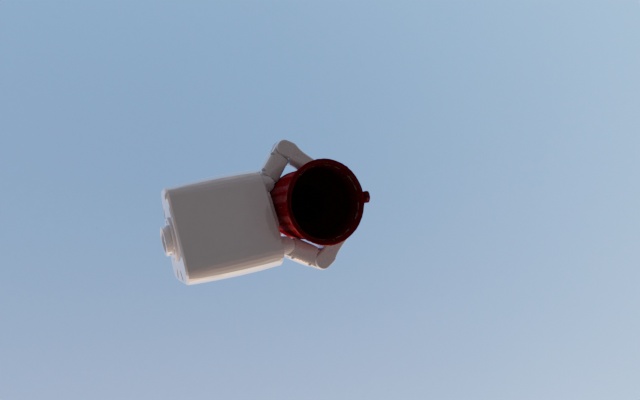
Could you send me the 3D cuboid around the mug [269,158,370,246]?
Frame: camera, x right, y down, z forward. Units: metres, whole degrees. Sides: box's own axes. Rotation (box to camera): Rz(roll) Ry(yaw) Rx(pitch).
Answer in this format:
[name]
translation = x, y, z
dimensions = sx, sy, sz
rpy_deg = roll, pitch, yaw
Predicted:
[mug]
translation = 0.001, 0.001, 0.547
dimensions = 0.117, 0.093, 0.081
rpy_deg = -10, 1, -26
